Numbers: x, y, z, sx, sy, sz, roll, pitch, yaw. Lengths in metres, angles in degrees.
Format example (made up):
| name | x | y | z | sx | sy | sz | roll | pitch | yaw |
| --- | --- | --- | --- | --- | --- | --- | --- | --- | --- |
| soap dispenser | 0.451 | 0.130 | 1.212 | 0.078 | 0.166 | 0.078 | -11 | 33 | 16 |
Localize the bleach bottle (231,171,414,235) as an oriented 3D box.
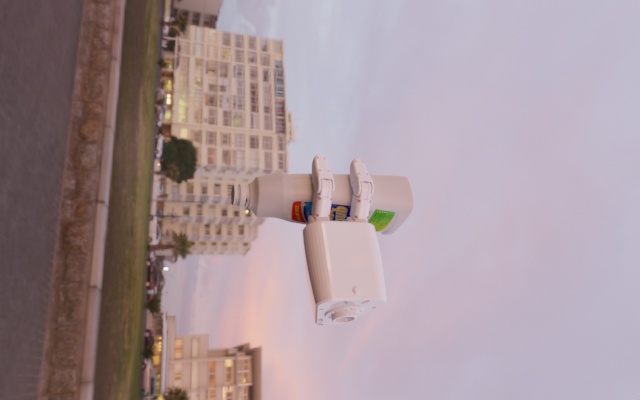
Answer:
| name | x | y | z | sx | sy | sz | roll | pitch | yaw |
| --- | --- | --- | --- | --- | --- | --- | --- | --- | --- |
| bleach bottle | 0.000 | 0.002 | 0.676 | 0.251 | 0.068 | 0.103 | 3 | -30 | -19 |
